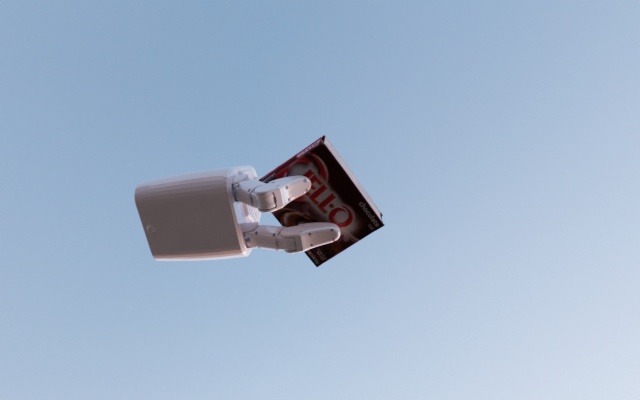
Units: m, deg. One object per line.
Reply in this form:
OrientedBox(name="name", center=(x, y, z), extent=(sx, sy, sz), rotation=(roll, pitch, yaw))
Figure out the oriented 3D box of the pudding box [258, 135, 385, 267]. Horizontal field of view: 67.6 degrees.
OrientedBox(name="pudding box", center=(0.000, 0.002, 0.507), extent=(0.090, 0.113, 0.039), rotation=(-34, 18, 17))
